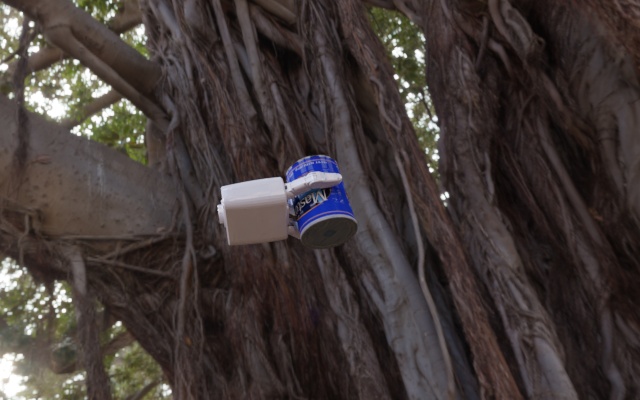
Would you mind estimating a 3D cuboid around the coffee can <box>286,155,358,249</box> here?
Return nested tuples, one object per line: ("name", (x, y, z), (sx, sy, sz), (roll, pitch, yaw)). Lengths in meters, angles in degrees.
("coffee can", (0.000, 0.003, 0.868), (0.103, 0.140, 0.103), (-11, -34, -7))
